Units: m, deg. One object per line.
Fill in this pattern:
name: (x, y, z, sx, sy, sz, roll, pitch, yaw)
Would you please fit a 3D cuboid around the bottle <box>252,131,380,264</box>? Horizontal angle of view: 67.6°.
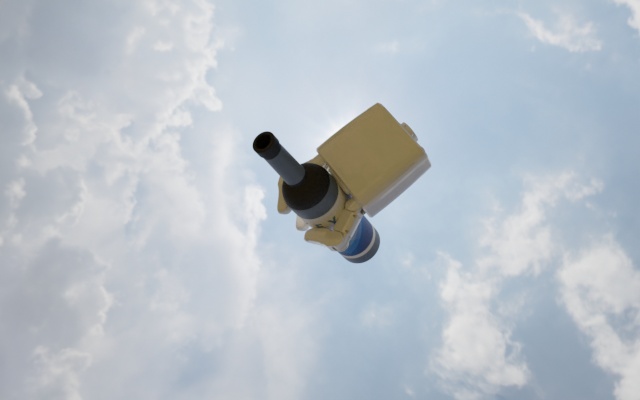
bottle: (0.000, 0.002, 0.626, 0.069, 0.069, 0.296, 0, -26, 28)
